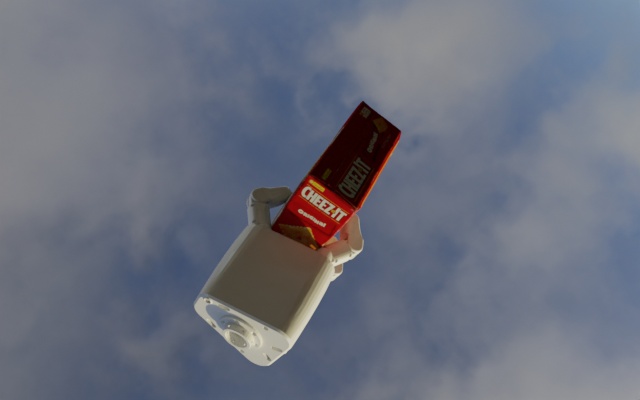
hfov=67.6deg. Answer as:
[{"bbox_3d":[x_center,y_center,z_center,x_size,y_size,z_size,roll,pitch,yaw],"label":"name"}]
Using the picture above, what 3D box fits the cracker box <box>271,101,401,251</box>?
[{"bbox_3d":[0.000,0.002,0.605,0.072,0.164,0.214,36,-44,-3],"label":"cracker box"}]
